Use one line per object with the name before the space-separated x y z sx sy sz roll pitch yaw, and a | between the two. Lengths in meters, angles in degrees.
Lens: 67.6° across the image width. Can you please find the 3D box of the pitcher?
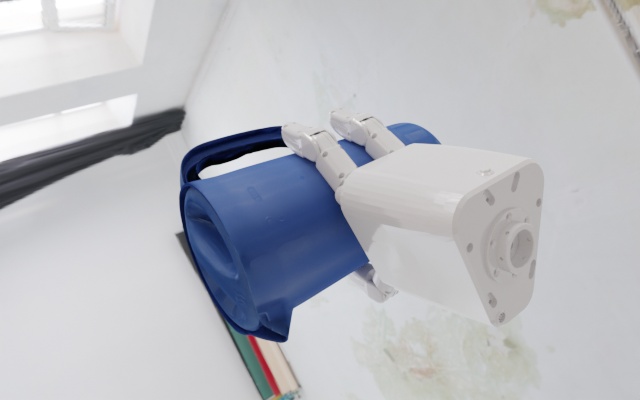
pitcher | 0.000 0.002 0.443 0.243 0.149 0.145 -23 22 -29
